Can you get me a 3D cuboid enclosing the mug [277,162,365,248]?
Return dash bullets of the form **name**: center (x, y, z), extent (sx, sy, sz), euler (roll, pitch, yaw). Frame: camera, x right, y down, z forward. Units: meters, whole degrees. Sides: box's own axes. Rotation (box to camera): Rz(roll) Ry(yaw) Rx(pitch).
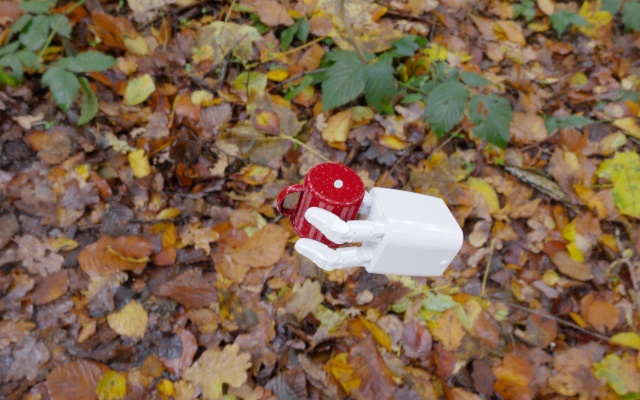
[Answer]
- **mug**: center (-0.001, 0.002, 0.641), extent (0.117, 0.093, 0.082), euler (6, -45, -13)
